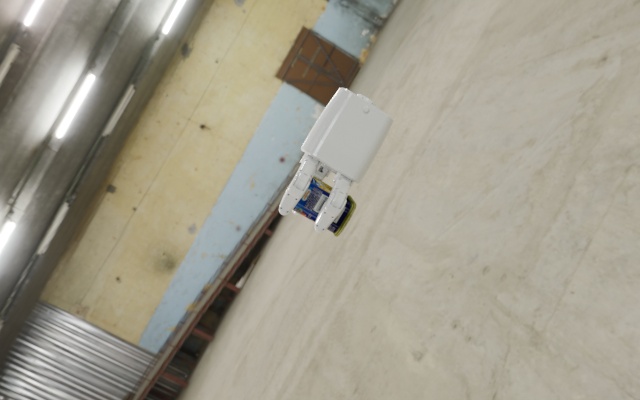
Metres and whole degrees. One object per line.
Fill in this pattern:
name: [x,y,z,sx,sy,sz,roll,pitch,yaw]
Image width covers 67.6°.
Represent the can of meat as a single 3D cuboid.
can of meat: [0.000,0.002,0.718,0.084,0.057,0.102,30,7,-9]
